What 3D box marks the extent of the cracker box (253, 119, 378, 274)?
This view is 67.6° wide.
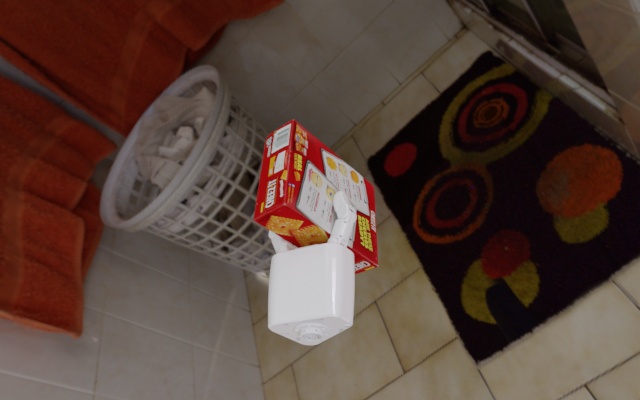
[{"bbox_3d":[0.000,0.002,0.749,0.072,0.164,0.214,-25,-44,32],"label":"cracker box"}]
